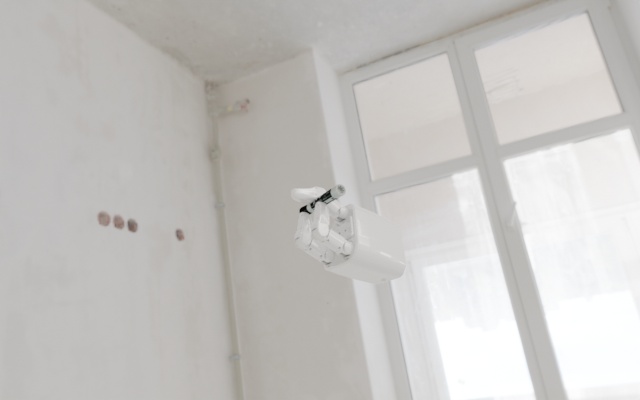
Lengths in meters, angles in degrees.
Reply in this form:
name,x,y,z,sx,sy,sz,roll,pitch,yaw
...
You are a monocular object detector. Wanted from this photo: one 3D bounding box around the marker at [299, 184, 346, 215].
name,x,y,z,sx,sy,sz,roll,pitch,yaw
marker,0.000,0.003,0.767,0.020,0.020,0.121,0,-18,-32
